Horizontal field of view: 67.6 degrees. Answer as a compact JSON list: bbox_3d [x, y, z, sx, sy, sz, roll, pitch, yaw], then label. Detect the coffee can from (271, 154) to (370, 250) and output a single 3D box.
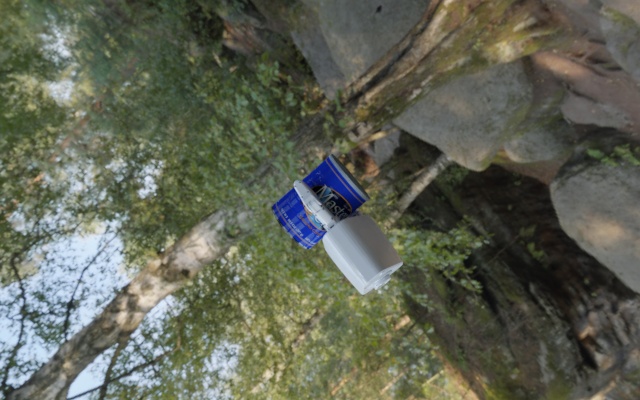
[{"bbox_3d":[0.000,0.002,0.832,0.140,0.103,0.103,-40,-7,9],"label":"coffee can"}]
